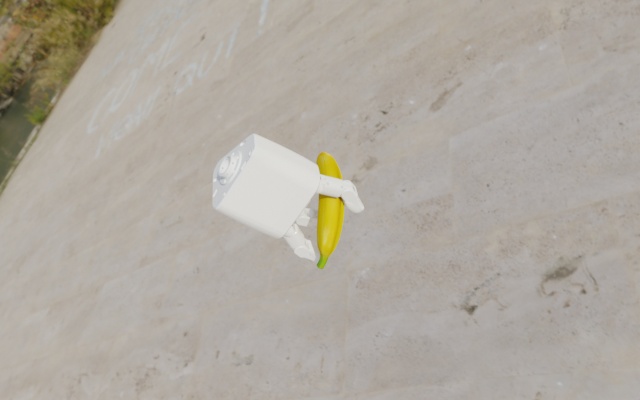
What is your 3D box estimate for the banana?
[{"bbox_3d":[0.009,-0.002,0.719,0.037,0.197,0.070,17,-30,-25],"label":"banana"}]
